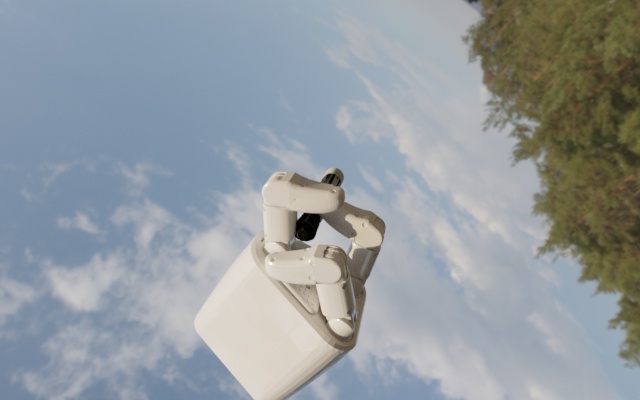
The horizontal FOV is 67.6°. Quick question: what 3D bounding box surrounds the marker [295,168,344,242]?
[{"bbox_3d":[0.000,0.001,0.414,0.020,0.020,0.121,0,25,15],"label":"marker"}]
